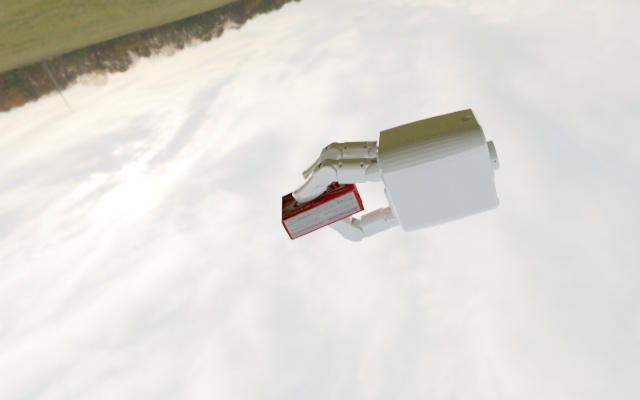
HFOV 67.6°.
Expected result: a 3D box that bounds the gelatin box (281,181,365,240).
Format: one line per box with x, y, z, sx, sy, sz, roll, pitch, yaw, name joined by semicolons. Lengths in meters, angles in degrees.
0.000;0.002;0.539;0.089;0.030;0.073;-24;22;5;gelatin box
